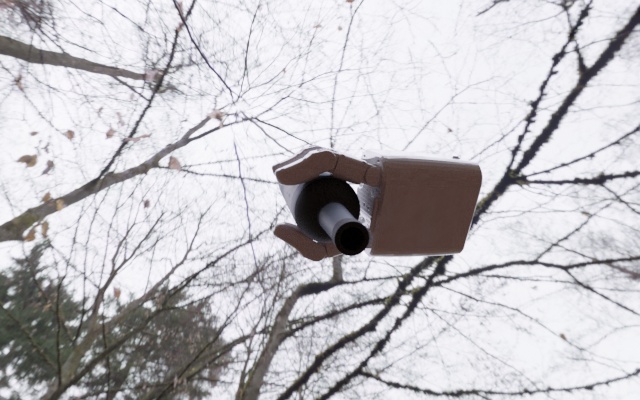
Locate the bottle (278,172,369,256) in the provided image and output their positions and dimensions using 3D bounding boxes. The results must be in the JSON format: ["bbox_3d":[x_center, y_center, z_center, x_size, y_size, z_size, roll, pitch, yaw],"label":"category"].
[{"bbox_3d":[0.000,0.002,0.505,0.069,0.069,0.295,0,11,-10],"label":"bottle"}]
